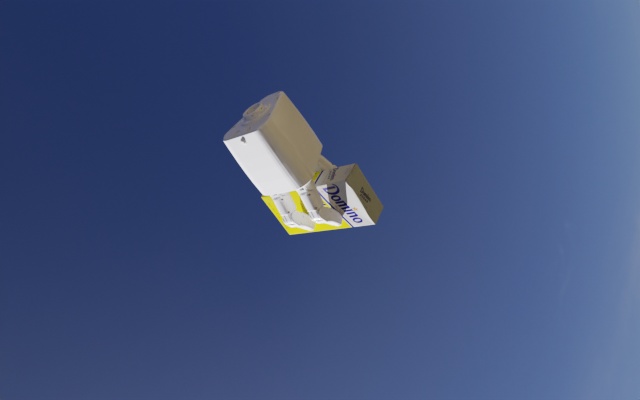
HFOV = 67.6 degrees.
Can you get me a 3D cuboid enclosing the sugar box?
[{"bbox_3d":[0.000,0.003,0.753,0.176,0.093,0.048,-9,38,41],"label":"sugar box"}]
